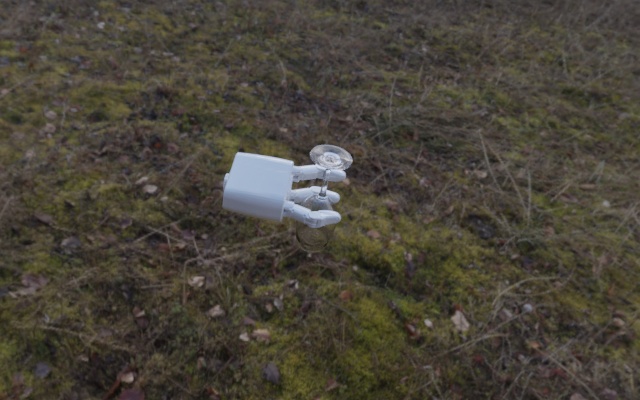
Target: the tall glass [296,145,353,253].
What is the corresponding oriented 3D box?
[{"bbox_3d":[0.000,0.002,0.867,0.079,0.201,0.079,8,37,-6],"label":"tall glass"}]
